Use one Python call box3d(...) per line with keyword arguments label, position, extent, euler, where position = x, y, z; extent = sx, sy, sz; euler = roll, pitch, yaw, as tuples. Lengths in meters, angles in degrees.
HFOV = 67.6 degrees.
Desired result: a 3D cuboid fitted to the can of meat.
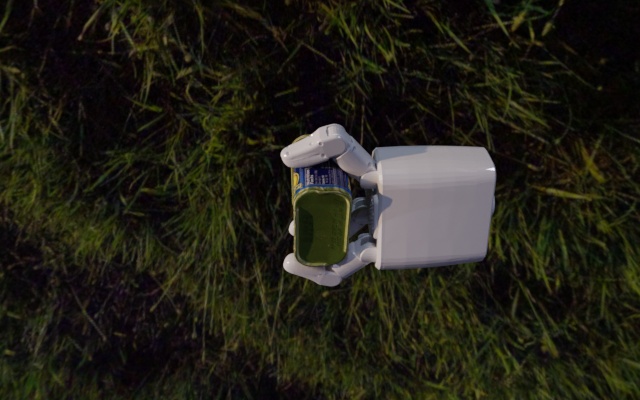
box3d(label="can of meat", position=(0.000, 0.002, 0.461), extent=(0.057, 0.102, 0.083), euler=(-1, 40, -2))
